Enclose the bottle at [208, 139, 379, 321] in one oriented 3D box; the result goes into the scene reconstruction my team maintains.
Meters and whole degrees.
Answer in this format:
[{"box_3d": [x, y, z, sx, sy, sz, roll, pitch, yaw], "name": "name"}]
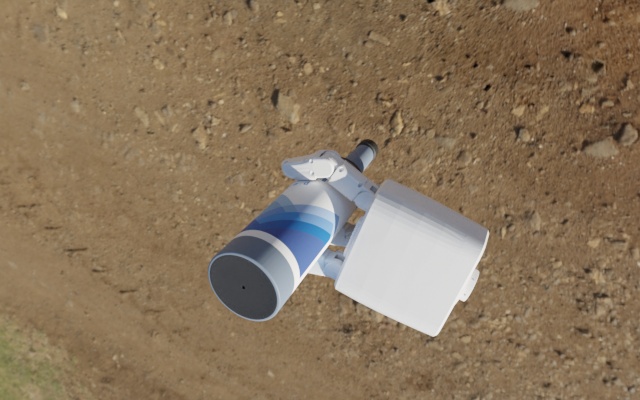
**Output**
[{"box_3d": [0.000, 0.002, 0.488, 0.069, 0.069, 0.295, 0, 27, 28], "name": "bottle"}]
